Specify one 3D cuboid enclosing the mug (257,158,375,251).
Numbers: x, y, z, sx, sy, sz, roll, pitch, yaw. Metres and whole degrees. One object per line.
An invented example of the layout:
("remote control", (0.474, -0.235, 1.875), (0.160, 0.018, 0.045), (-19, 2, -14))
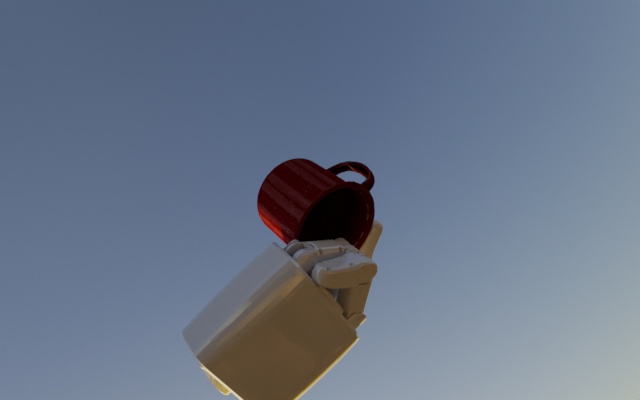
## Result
("mug", (0.001, 0.000, 0.466), (0.081, 0.117, 0.093), (35, -18, 44))
